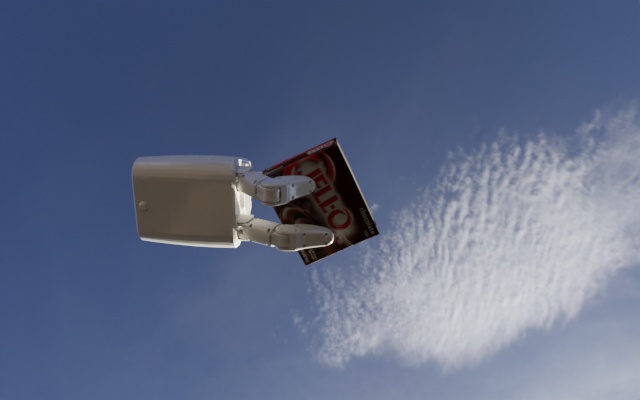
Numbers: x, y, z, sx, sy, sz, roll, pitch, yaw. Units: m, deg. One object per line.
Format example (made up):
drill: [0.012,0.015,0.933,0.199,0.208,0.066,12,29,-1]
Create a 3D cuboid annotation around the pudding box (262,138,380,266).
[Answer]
pudding box: [0.000,0.002,0.514,0.090,0.113,0.039,-24,19,10]
